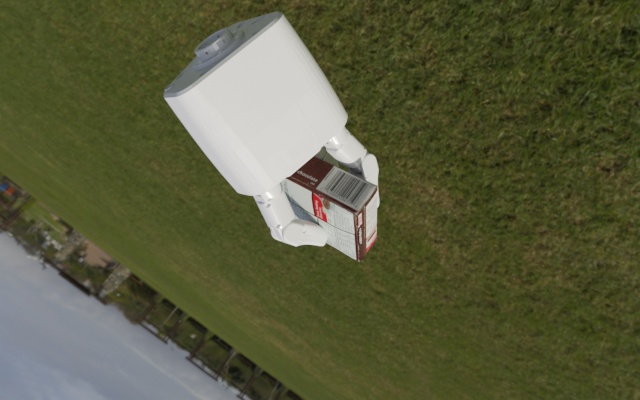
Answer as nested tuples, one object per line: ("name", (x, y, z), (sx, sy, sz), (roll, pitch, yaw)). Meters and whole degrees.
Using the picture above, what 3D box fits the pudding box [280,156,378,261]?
("pudding box", (0.000, 0.002, 0.469), (0.113, 0.039, 0.090), (29, -27, 24))
